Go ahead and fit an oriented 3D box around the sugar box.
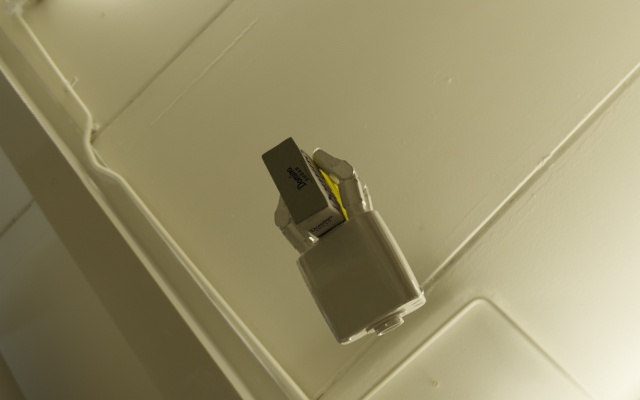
[{"bbox_3d":[0.001,0.002,0.565,0.048,0.093,0.176,-31,-23,6],"label":"sugar box"}]
